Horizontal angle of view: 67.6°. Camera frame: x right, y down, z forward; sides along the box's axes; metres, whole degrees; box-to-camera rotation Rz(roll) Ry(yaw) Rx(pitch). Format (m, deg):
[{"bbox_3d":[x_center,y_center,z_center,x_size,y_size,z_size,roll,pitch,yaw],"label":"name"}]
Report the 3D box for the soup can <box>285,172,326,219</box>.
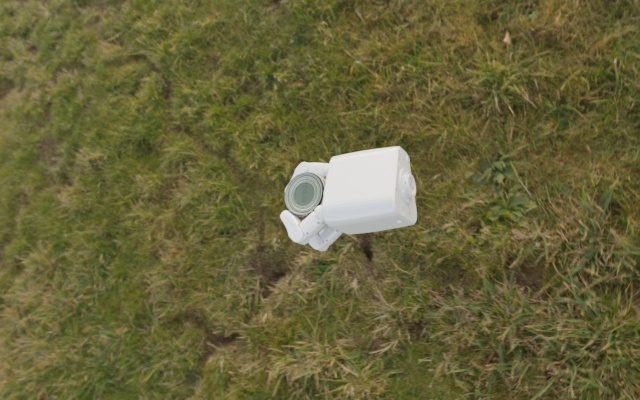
[{"bbox_3d":[0.000,0.002,0.730,0.068,0.068,0.102,0,-14,31],"label":"soup can"}]
